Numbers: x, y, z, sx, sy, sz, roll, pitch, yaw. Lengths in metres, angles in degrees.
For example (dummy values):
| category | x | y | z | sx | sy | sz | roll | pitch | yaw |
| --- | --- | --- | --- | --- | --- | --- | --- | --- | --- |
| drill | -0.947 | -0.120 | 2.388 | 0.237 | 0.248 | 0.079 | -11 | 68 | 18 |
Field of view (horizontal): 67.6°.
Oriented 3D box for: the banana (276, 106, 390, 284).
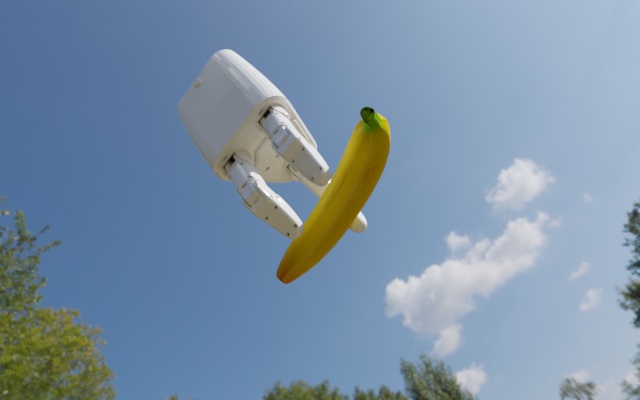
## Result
| category | x | y | z | sx | sy | sz | roll | pitch | yaw |
| --- | --- | --- | --- | --- | --- | --- | --- | --- | --- |
| banana | 0.015 | -0.004 | 0.424 | 0.069 | 0.198 | 0.037 | -13 | 49 | -43 |
